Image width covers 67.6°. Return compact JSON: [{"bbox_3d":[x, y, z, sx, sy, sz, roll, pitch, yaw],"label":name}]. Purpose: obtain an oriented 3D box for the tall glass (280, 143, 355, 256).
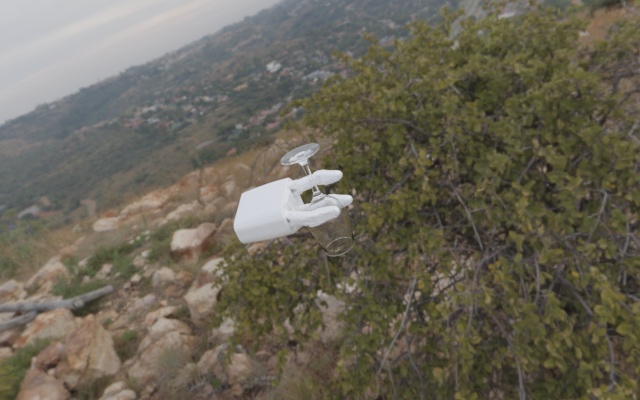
[{"bbox_3d":[0.000,0.002,0.863,0.079,0.201,0.079,-20,23,9],"label":"tall glass"}]
